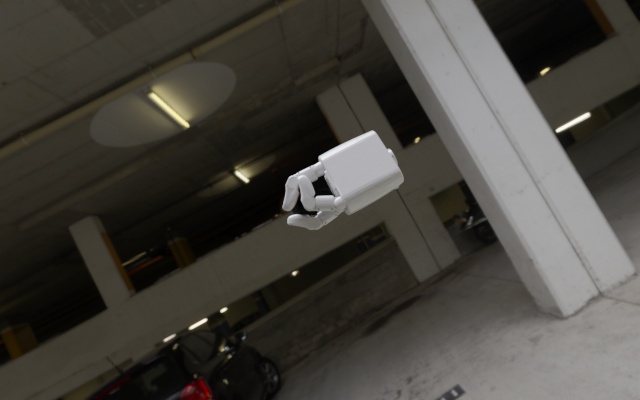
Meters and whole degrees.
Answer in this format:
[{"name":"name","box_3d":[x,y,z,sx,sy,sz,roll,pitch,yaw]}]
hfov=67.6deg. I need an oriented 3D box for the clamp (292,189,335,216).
[{"name":"clamp","box_3d":[0.000,0.002,0.879,0.120,0.039,0.171,-28,-6,-2]}]
